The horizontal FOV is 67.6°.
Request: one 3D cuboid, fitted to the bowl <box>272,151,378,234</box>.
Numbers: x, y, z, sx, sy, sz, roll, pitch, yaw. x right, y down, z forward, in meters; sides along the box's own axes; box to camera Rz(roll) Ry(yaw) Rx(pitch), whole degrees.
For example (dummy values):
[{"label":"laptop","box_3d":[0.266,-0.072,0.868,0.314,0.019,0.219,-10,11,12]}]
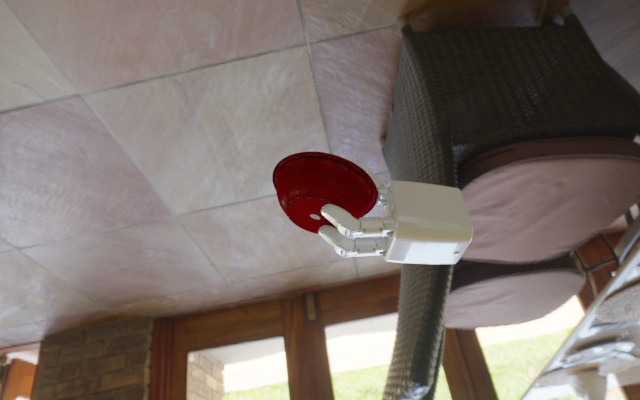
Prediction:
[{"label":"bowl","box_3d":[-0.001,0.003,0.700,0.162,0.055,0.162,11,-35,8]}]
